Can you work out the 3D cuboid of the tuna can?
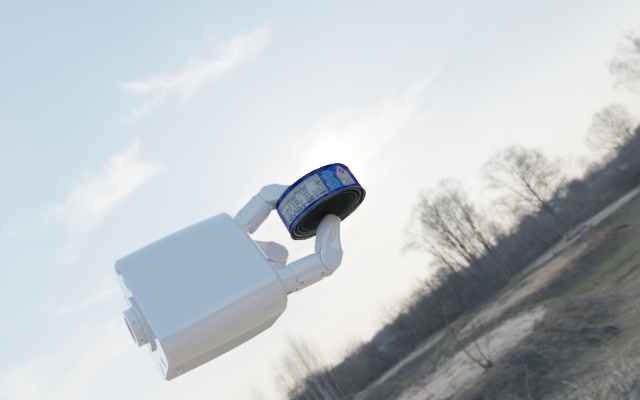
[{"bbox_3d":[0.000,0.001,0.467,0.086,0.033,0.086,-29,-20,-12],"label":"tuna can"}]
